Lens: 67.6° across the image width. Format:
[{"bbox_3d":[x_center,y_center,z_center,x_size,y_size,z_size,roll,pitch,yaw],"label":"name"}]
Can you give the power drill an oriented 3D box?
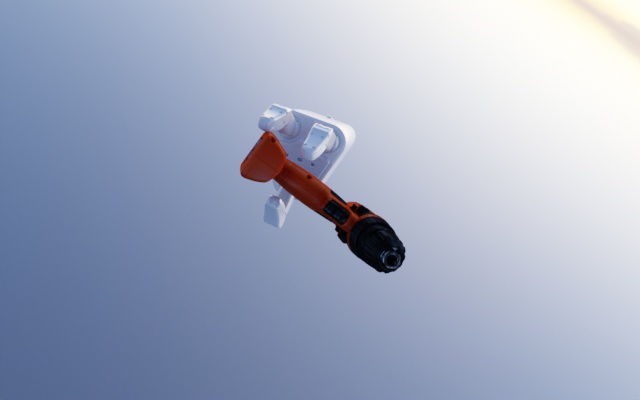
[{"bbox_3d":[0.000,0.001,0.532,0.188,0.057,0.184,38,1,-14],"label":"power drill"}]
